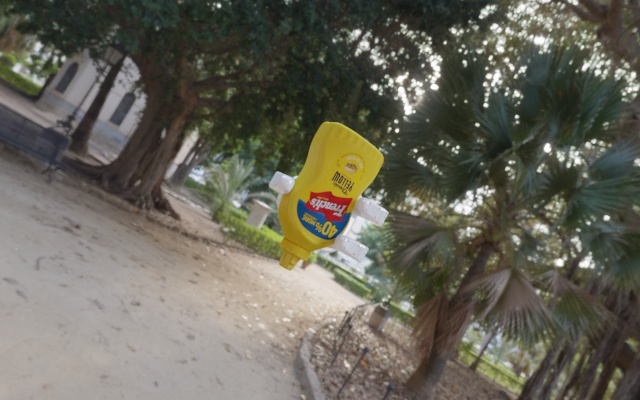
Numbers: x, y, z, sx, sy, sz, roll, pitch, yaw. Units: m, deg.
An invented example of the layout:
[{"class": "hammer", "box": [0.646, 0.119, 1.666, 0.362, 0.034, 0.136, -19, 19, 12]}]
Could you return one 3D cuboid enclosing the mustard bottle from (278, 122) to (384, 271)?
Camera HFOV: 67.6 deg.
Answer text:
[{"class": "mustard bottle", "box": [0.000, 0.002, 0.615, 0.096, 0.191, 0.058, 32, -6, -31]}]
